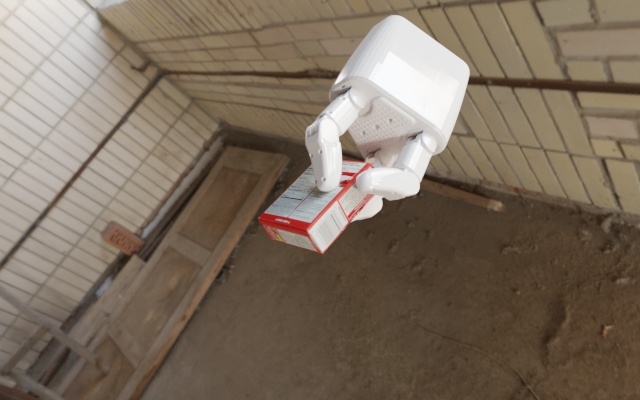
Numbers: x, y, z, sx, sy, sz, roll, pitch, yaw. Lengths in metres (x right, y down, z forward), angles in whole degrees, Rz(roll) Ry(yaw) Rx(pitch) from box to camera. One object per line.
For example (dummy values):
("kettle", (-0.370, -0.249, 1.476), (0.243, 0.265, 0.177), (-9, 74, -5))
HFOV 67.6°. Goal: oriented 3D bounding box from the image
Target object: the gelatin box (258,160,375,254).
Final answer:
("gelatin box", (0.000, 0.001, 0.419), (0.073, 0.030, 0.089), (9, 48, 50))
